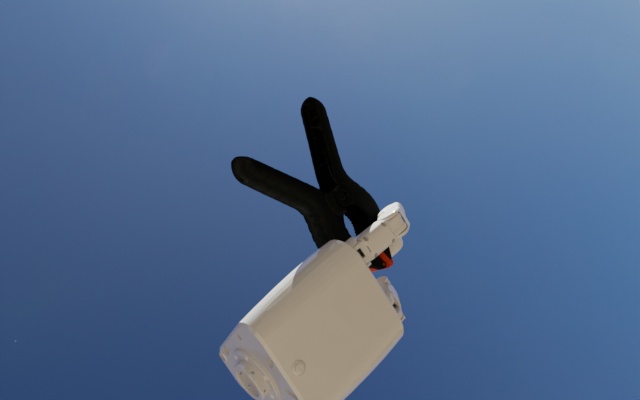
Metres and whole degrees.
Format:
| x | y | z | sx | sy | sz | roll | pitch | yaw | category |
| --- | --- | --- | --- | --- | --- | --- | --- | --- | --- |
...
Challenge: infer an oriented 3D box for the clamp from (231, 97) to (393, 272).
| x | y | z | sx | sy | sz | roll | pitch | yaw | category |
| --- | --- | --- | --- | --- | --- | --- | --- | --- | --- |
| 0.000 | 0.002 | 0.421 | 0.120 | 0.171 | 0.039 | -36 | 7 | -35 | clamp |
